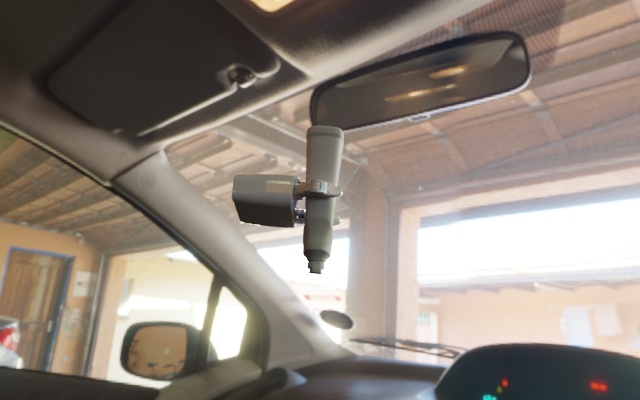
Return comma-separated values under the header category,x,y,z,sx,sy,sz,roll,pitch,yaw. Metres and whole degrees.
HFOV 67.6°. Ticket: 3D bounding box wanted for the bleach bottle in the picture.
category,x,y,z,sx,sy,sz,roll,pitch,yaw
bleach bottle,0.000,0.003,0.845,0.068,0.250,0.102,4,-15,3
